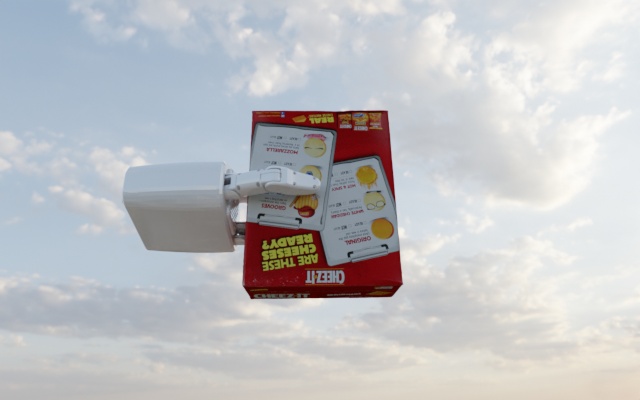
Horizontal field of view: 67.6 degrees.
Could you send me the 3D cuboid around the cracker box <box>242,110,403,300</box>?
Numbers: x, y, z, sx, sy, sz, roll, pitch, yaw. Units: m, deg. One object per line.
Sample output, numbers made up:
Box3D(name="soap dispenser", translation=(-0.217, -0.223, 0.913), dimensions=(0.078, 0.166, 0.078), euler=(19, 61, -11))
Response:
Box3D(name="cracker box", translation=(0.000, 0.002, 0.548), dimensions=(0.164, 0.213, 0.072), euler=(0, -24, -1))
